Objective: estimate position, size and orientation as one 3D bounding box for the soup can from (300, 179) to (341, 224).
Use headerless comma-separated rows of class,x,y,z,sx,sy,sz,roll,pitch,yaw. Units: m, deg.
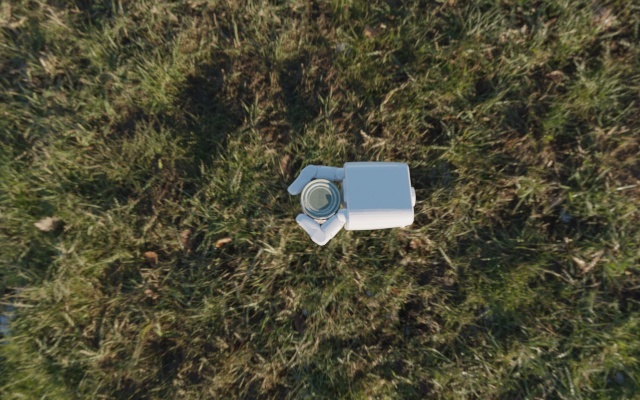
soup can,0.000,0.002,0.807,0.068,0.068,0.102,0,-6,-1
